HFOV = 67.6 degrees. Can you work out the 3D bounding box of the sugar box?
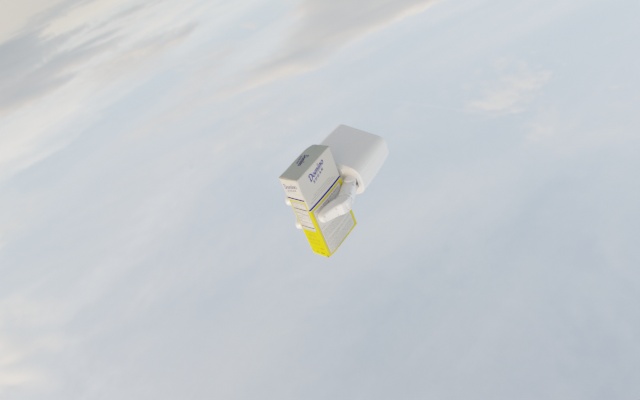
[{"bbox_3d":[0.000,0.003,0.802,0.048,0.176,0.093,11,47,39],"label":"sugar box"}]
